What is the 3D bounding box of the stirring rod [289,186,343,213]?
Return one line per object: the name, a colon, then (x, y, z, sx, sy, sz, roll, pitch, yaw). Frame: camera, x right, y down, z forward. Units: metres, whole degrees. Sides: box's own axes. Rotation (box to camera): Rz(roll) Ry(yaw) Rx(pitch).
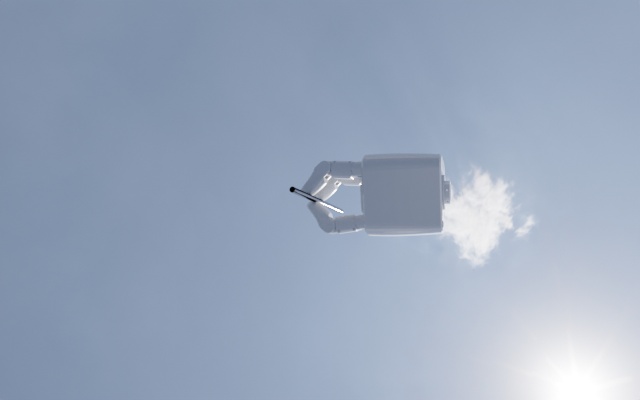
stirring rod: (0.000, 0.002, 0.725, 0.011, 0.011, 0.239, 0, -8, 18)
